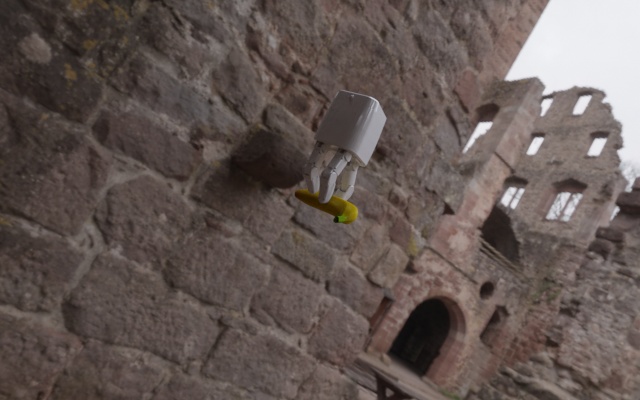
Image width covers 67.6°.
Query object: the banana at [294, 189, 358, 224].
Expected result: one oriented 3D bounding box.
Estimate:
[{"bbox_3d":[0.017,0.009,0.883,0.069,0.037,0.197,18,4,-27],"label":"banana"}]
